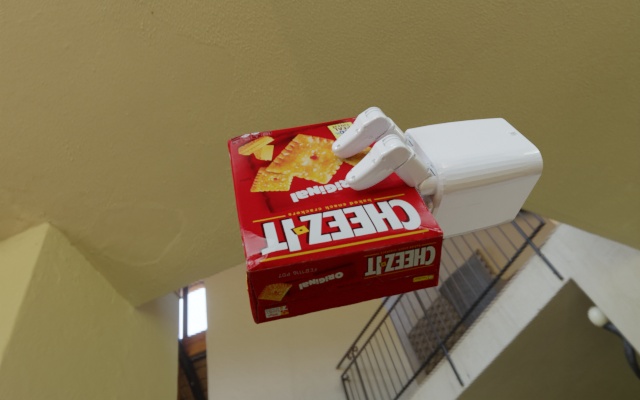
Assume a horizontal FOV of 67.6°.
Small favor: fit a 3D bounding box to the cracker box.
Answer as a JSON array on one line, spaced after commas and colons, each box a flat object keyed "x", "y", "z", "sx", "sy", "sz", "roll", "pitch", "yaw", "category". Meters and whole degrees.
[{"x": 0.000, "y": 0.002, "z": 0.468, "sx": 0.164, "sy": 0.072, "sz": 0.213, "roll": -10, "pitch": 38, "yaw": -8, "category": "cracker box"}]
